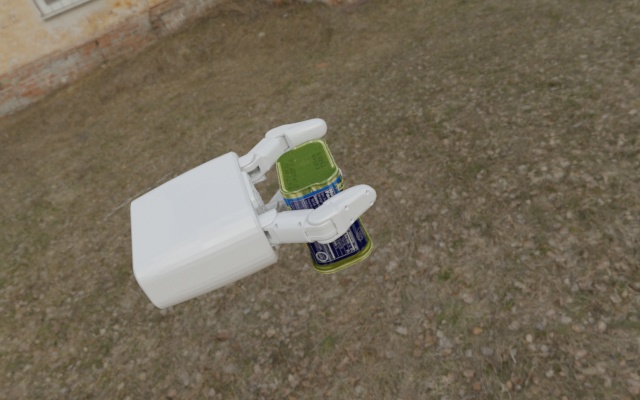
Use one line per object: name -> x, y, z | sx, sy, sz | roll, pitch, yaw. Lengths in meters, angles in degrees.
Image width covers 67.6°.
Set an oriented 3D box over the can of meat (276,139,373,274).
can of meat -> 0.000, 0.001, 0.433 | 0.057, 0.084, 0.102 | -23, 28, 2
